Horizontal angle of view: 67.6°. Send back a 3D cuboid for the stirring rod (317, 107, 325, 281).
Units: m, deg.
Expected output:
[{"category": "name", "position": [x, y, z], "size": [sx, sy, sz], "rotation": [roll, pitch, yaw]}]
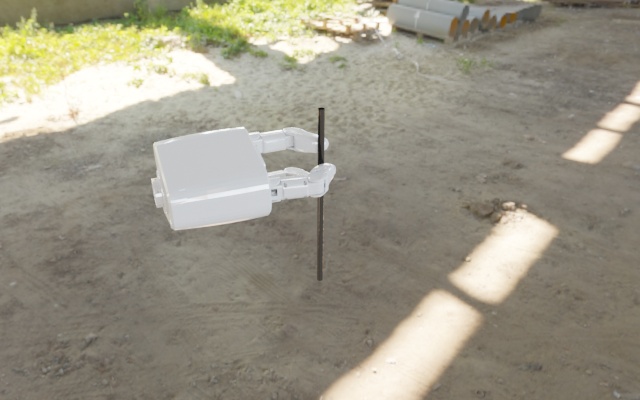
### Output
[{"category": "stirring rod", "position": [0.000, 0.002, 0.596], "size": [0.011, 0.240, 0.011], "rotation": [0, 29, 0]}]
